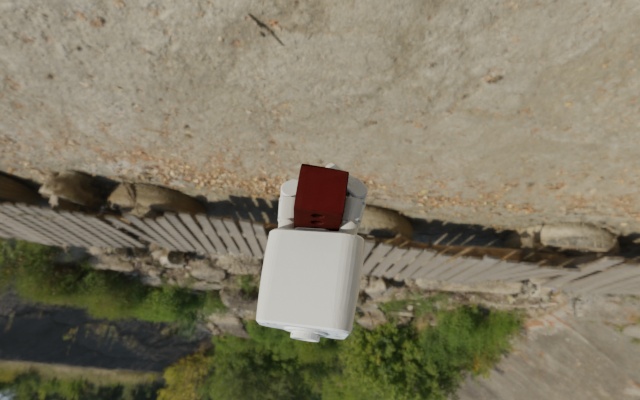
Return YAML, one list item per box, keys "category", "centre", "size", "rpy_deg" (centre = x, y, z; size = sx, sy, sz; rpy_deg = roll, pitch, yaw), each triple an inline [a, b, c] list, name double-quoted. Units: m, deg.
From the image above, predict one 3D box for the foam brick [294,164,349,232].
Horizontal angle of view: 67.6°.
- category: "foam brick"
  centre: [0.000, 0.002, 0.527]
  size: [0.053, 0.051, 0.078]
  rpy_deg: [9, -21, 1]
